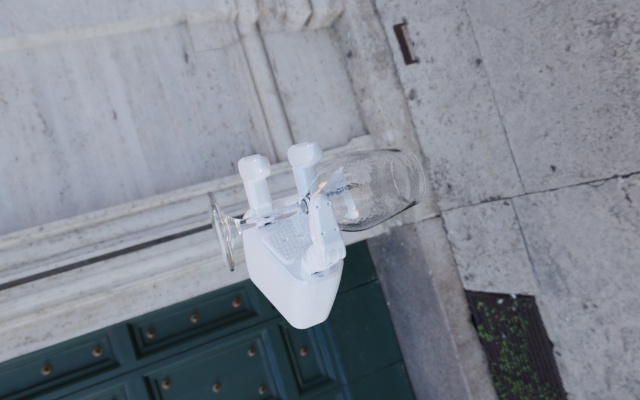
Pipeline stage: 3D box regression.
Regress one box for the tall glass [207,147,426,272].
[{"bbox_3d":[-0.001,0.002,0.457,0.201,0.079,0.079,-17,6,-19],"label":"tall glass"}]
